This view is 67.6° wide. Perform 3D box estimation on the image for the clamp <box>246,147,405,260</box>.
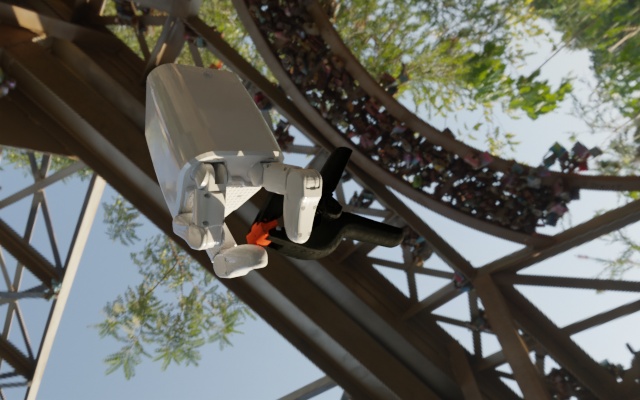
[{"bbox_3d":[0.000,0.002,0.457,0.171,0.120,0.039,-6,-33,-43],"label":"clamp"}]
